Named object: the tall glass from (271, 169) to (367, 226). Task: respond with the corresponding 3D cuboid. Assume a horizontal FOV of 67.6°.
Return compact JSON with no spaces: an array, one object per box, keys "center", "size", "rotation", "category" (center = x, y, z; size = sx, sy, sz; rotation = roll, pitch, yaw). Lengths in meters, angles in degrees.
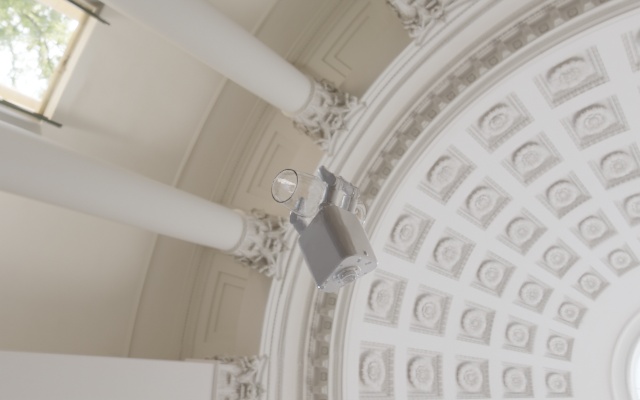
[{"center":[0.000,0.003,0.889],"size":[0.079,0.079,0.201],"rotation":[0,-17,41],"category":"tall glass"}]
